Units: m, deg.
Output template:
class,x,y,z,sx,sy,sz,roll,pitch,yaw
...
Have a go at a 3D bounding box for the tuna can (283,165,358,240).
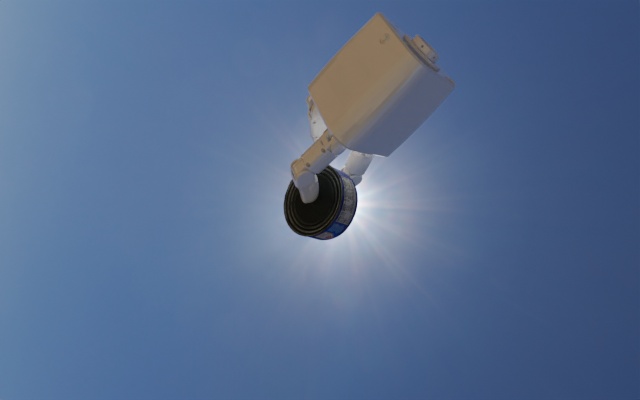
class,x,y,z,sx,sy,sz,roll,pitch,yaw
tuna can,0.000,0.002,0.546,0.086,0.086,0.034,0,-13,40
